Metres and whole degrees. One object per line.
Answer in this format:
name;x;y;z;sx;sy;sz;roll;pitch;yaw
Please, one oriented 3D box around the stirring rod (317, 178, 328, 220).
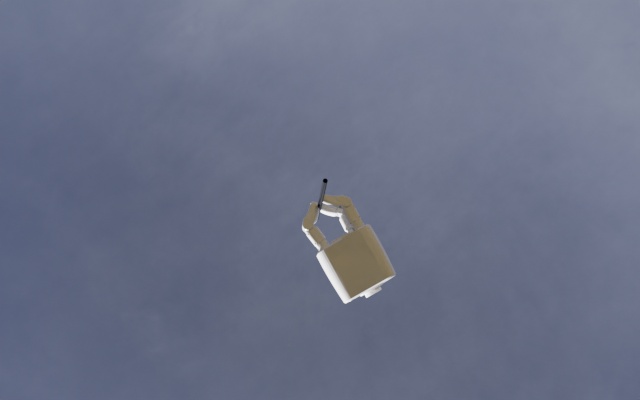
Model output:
stirring rod;0.000;0.003;0.885;0.011;0.011;0.240;0;-17;-4
